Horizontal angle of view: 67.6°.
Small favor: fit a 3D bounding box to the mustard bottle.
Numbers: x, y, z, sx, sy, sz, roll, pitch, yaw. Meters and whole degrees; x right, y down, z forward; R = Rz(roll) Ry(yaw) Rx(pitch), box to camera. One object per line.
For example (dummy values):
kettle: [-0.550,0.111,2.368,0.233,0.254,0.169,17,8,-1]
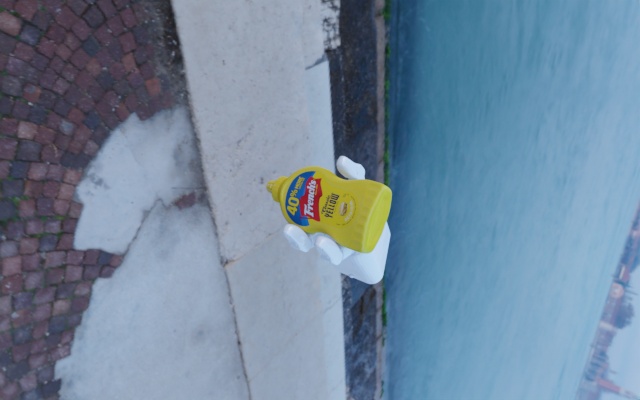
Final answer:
mustard bottle: [0.000,0.002,0.678,0.191,0.096,0.058,18,1,33]
